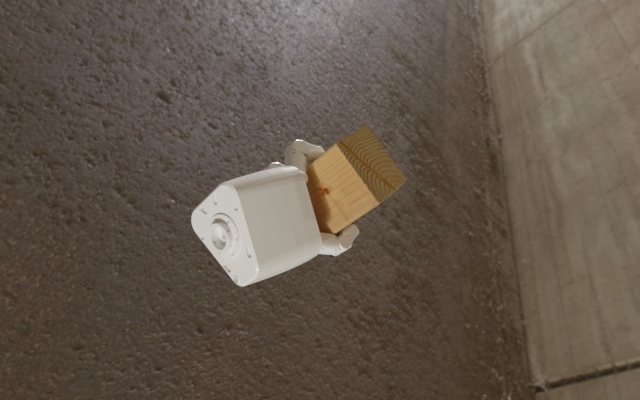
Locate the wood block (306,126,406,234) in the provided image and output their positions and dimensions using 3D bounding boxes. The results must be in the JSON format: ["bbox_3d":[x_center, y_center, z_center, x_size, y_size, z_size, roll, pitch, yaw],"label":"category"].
[{"bbox_3d":[0.000,0.002,0.649,0.206,0.091,0.090,-37,-1,38],"label":"wood block"}]
